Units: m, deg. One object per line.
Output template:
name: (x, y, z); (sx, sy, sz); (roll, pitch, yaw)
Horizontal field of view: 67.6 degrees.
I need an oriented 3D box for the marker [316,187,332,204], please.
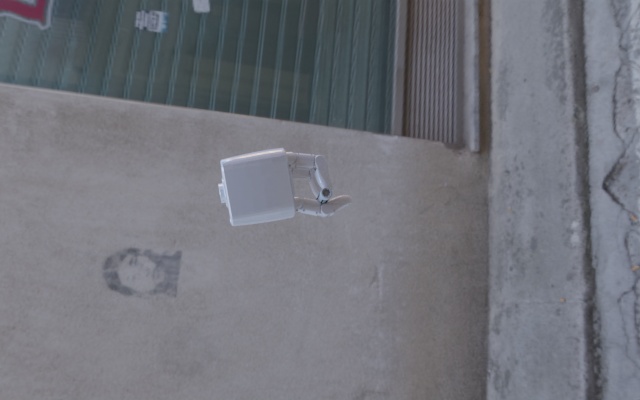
marker: (0.000, 0.003, 0.823); (0.020, 0.020, 0.121); (0, -14, -10)
